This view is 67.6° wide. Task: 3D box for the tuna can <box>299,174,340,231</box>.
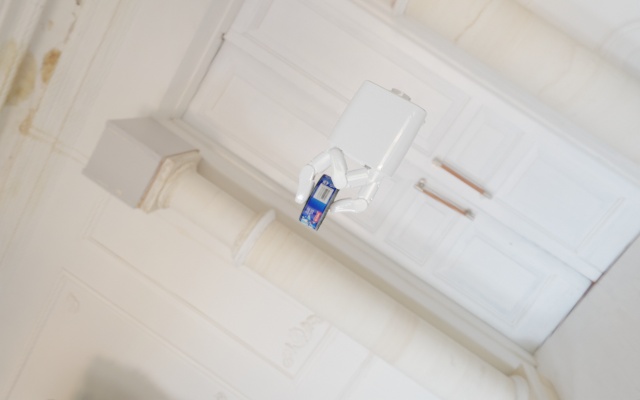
[{"bbox_3d":[0.000,0.002,0.741,0.034,0.086,0.086,28,2,3],"label":"tuna can"}]
